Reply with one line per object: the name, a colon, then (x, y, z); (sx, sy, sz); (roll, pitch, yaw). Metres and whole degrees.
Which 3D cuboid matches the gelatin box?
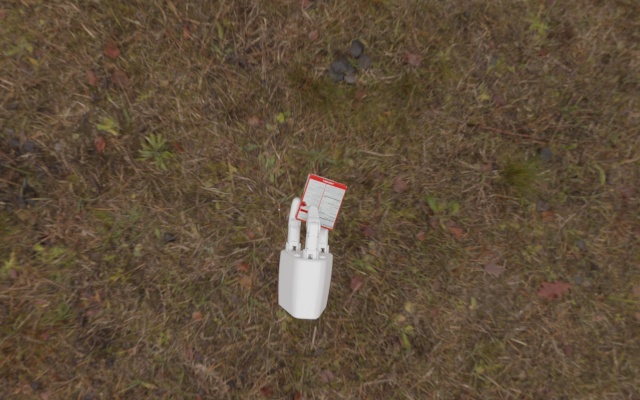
gelatin box: (0.000, 0.003, 0.885); (0.073, 0.089, 0.030); (18, 5, -6)
